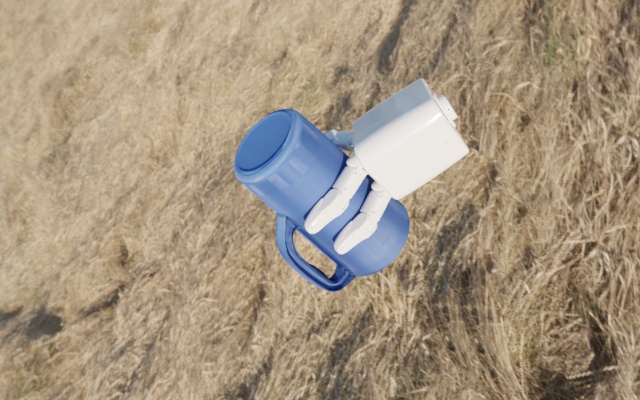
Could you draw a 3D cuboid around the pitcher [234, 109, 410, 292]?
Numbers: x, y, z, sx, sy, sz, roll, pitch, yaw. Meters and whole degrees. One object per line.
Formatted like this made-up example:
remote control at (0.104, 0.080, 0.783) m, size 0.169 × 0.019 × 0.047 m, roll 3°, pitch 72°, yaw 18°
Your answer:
pitcher at (0.000, 0.002, 0.629) m, size 0.145 × 0.149 × 0.243 m, roll -32°, pitch -49°, yaw 21°
